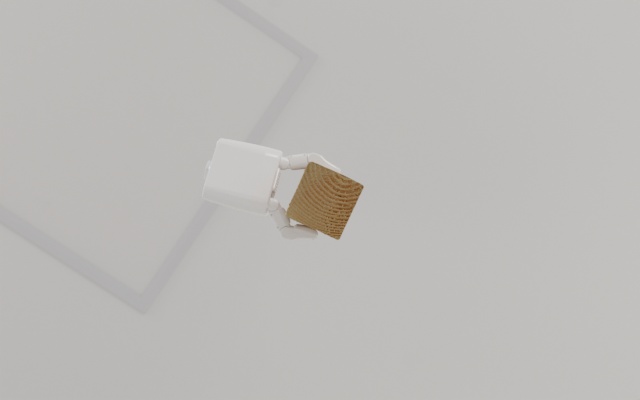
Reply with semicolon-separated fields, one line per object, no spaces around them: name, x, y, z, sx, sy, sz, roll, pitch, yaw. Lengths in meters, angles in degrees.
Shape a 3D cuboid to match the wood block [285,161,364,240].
wood block;0.000;0.002;0.791;0.090;0.091;0.206;24;-2;-3
